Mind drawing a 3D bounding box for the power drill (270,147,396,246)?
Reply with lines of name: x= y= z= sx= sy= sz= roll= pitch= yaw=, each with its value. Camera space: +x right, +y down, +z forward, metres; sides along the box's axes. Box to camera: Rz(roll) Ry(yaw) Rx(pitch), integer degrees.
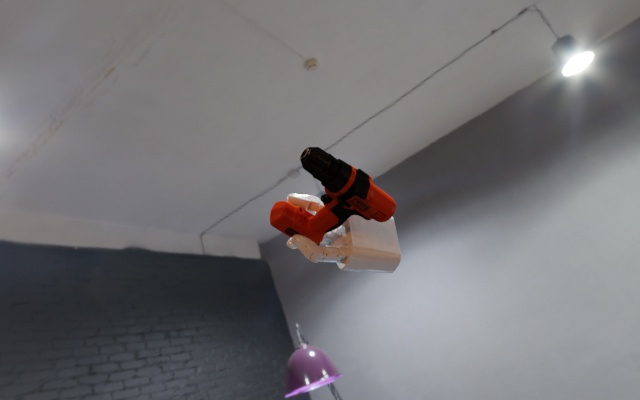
power drill: x=0.000 y=0.003 z=0.779 sx=0.184 sy=0.057 sz=0.188 roll=35 pitch=-42 yaw=-25
